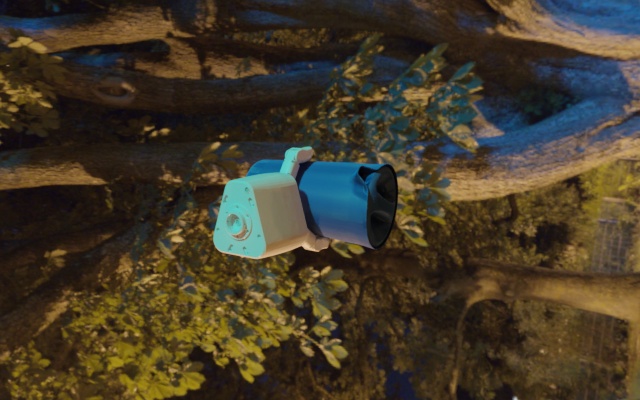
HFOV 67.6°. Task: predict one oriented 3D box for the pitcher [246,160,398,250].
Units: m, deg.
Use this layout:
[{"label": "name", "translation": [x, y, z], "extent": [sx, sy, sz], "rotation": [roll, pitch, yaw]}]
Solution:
[{"label": "pitcher", "translation": [0.000, 0.003, 0.795], "extent": [0.243, 0.149, 0.145], "rotation": [8, 12, 28]}]
